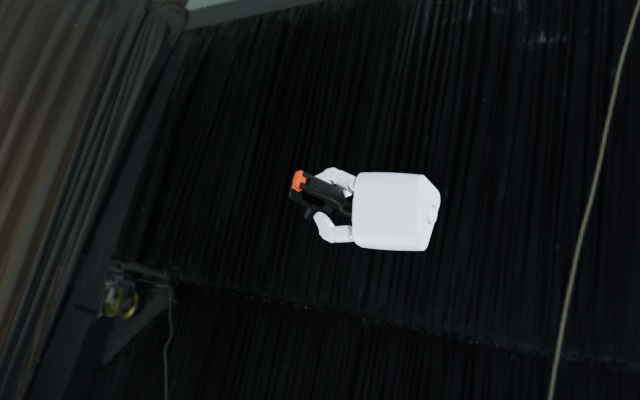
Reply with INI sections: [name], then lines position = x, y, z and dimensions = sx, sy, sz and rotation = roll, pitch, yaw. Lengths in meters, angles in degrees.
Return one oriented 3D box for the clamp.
[clamp]
position = 0.000, 0.003, 0.807
dimensions = 0.164, 0.036, 0.210
rotation = 2, -19, 34
